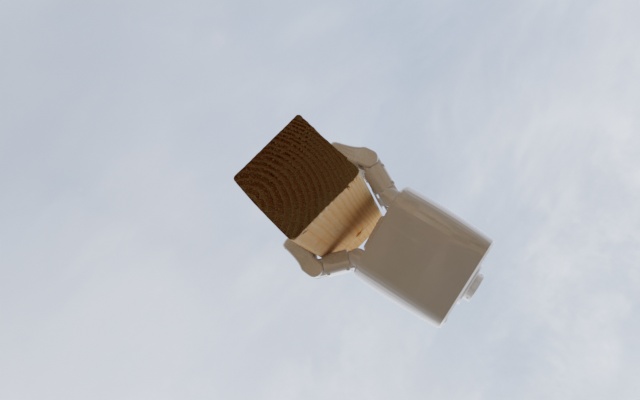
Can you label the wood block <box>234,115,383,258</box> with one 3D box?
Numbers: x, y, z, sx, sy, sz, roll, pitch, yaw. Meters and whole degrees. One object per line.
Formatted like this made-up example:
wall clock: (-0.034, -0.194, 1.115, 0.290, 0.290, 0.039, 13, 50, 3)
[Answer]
wood block: (0.000, 0.002, 0.533, 0.090, 0.091, 0.206, 45, -1, 20)
